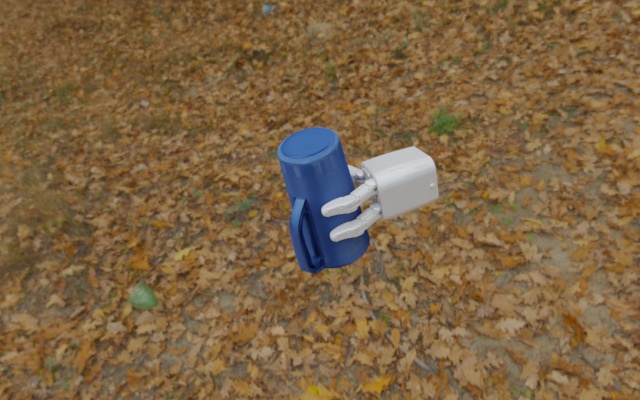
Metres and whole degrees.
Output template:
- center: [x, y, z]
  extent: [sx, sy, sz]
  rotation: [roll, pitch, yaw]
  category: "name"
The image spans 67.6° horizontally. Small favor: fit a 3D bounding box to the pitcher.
- center: [0.000, 0.003, 0.852]
  extent: [0.145, 0.243, 0.149]
  rotation: [-19, 37, -3]
  category: "pitcher"
